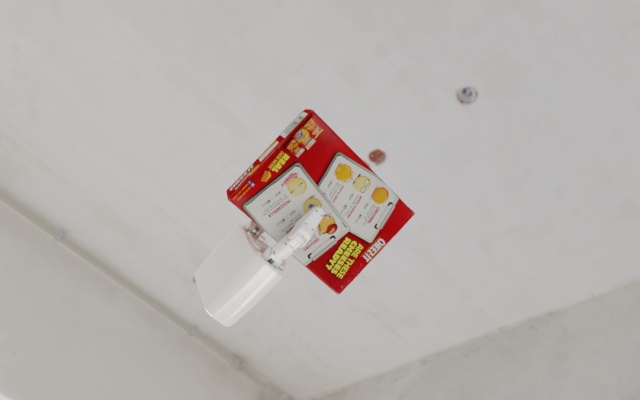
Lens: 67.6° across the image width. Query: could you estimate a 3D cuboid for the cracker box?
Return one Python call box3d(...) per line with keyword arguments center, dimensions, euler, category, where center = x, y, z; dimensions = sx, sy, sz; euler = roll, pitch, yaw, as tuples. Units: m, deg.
box3d(center=(0.000, 0.002, 0.680), dimensions=(0.214, 0.164, 0.072), euler=(43, 1, -19), category="cracker box")
